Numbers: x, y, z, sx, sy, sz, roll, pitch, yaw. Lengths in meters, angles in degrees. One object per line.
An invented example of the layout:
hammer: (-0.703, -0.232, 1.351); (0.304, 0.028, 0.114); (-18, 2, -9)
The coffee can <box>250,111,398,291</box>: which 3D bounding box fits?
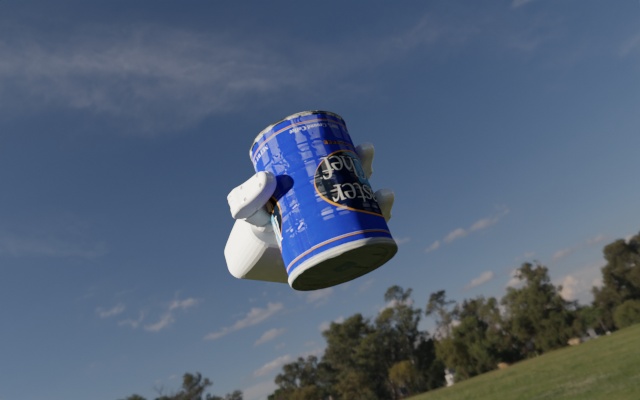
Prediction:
coffee can: (0.000, 0.002, 0.456); (0.103, 0.140, 0.103); (-17, -23, -7)
